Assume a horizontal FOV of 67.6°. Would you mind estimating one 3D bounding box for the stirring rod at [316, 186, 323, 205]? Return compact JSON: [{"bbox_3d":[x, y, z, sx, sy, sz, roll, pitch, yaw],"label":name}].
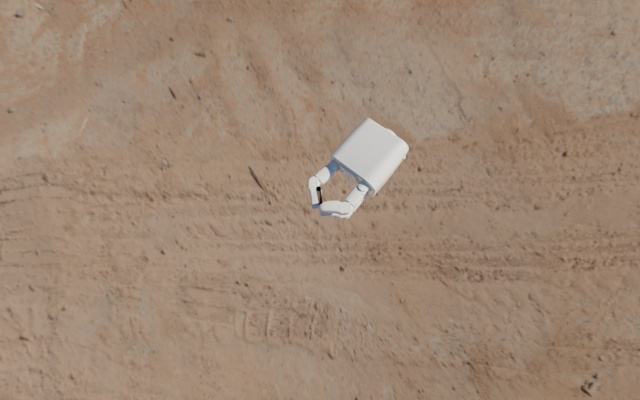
[{"bbox_3d":[0.000,0.003,0.857,0.011,0.011,0.239,0,-10,2],"label":"stirring rod"}]
